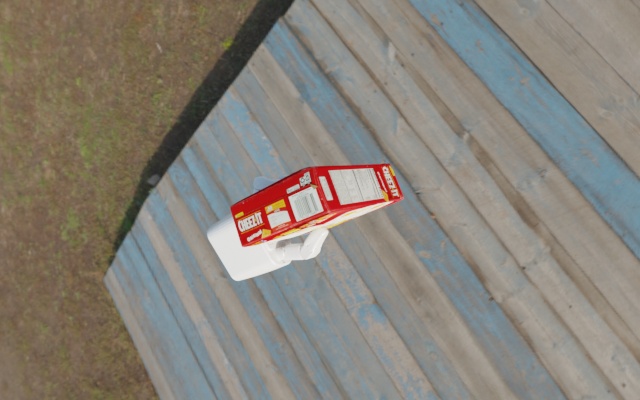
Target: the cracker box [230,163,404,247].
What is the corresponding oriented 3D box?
[{"bbox_3d":[0.000,0.003,0.716,0.164,0.072,0.213,-24,-9,35],"label":"cracker box"}]
